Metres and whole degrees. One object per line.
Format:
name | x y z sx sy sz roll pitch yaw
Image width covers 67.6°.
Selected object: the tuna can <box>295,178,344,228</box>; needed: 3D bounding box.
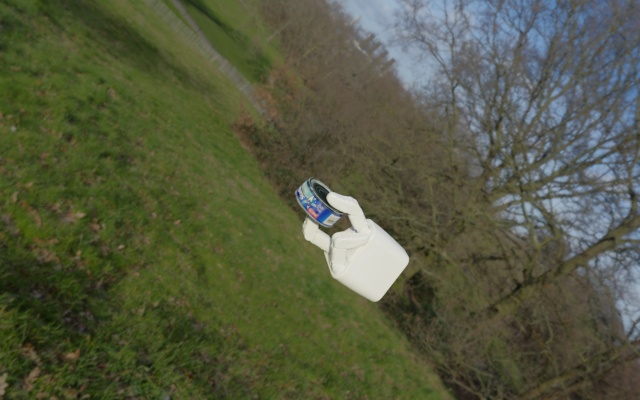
tuna can | 0.000 0.002 0.800 0.034 0.086 0.086 -44 -17 18
